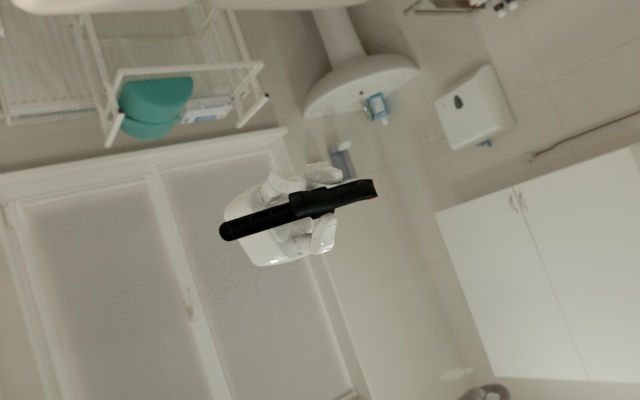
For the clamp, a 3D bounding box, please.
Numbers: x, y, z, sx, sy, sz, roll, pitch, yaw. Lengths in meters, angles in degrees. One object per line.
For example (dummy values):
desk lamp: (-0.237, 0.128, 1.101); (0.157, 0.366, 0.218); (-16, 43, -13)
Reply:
clamp: (0.001, 0.003, 0.577); (0.210, 0.036, 0.164); (-15, -3, -34)
